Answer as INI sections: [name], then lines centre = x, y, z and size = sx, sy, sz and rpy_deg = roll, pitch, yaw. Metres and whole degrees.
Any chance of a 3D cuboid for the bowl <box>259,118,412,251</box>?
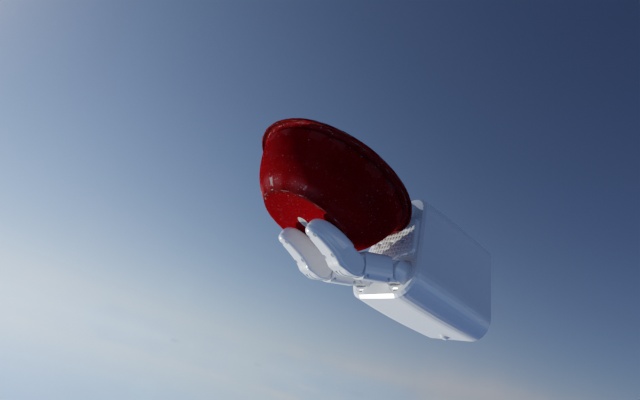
[bowl]
centre = -0.001, 0.001, 0.444
size = 0.162, 0.055, 0.162
rpy_deg = 26, -28, 15
